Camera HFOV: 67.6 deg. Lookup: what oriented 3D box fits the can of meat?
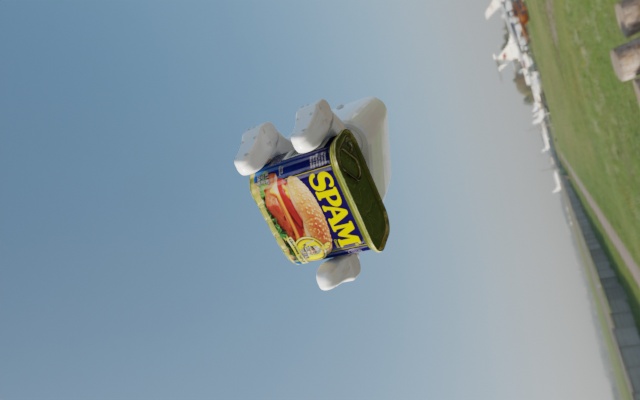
[{"bbox_3d":[0.000,0.002,0.406,0.084,0.102,0.057,-15,23,26],"label":"can of meat"}]
